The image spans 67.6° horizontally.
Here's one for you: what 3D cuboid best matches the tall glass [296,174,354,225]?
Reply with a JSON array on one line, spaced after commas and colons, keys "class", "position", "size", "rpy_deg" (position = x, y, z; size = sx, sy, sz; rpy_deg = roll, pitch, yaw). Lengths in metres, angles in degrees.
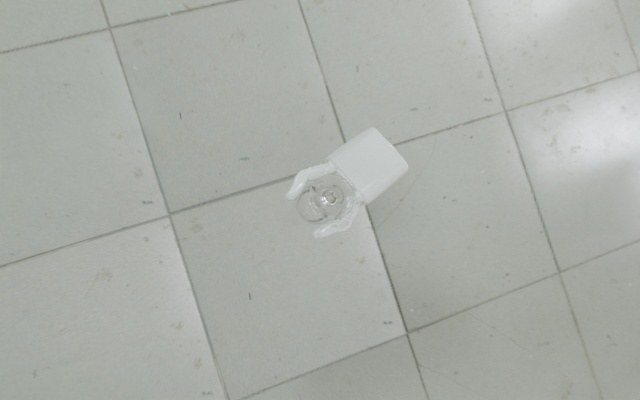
[{"class": "tall glass", "position": [0.000, 0.003, 0.855], "size": [0.079, 0.079, 0.201], "rpy_deg": [0, -5, -11]}]
